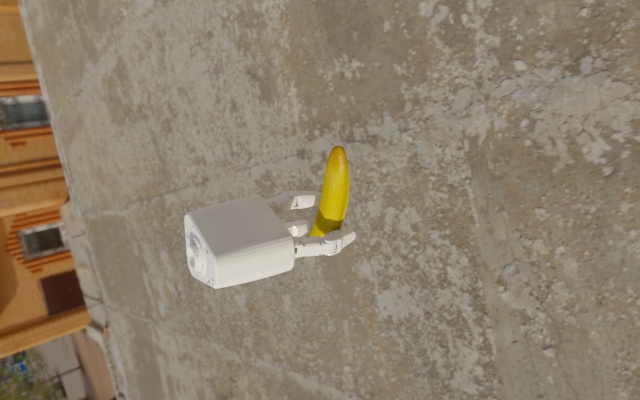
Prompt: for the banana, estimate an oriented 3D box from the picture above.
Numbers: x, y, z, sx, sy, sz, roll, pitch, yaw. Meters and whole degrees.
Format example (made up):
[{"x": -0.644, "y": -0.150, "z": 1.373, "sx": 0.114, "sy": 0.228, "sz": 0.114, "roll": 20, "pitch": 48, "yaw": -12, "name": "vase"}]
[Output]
[{"x": 0.007, "y": 0.018, "z": 0.669, "sx": 0.037, "sy": 0.069, "sz": 0.198, "roll": -9, "pitch": -41, "yaw": -28, "name": "banana"}]
